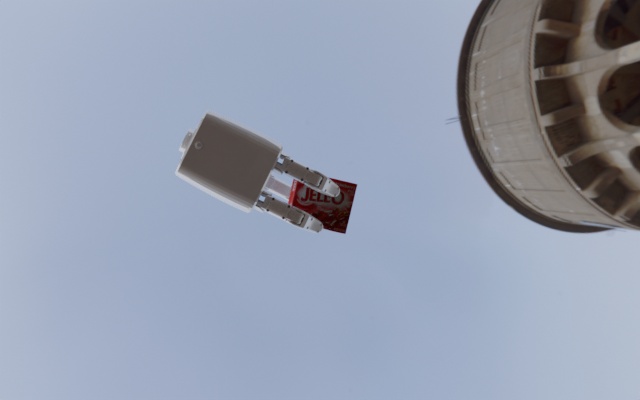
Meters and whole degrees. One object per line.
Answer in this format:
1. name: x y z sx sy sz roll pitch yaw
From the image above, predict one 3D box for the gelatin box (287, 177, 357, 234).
1. gelatin box: 0.000 0.002 0.669 0.089 0.073 0.030 13 1 -19
